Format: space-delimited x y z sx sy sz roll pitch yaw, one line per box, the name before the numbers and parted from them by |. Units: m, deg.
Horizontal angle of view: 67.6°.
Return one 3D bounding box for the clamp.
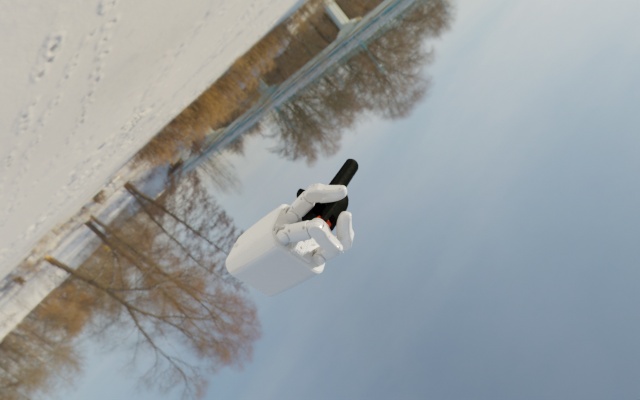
clamp | 0.001 0.003 0.753 0.120 0.039 0.171 -33 19 28
